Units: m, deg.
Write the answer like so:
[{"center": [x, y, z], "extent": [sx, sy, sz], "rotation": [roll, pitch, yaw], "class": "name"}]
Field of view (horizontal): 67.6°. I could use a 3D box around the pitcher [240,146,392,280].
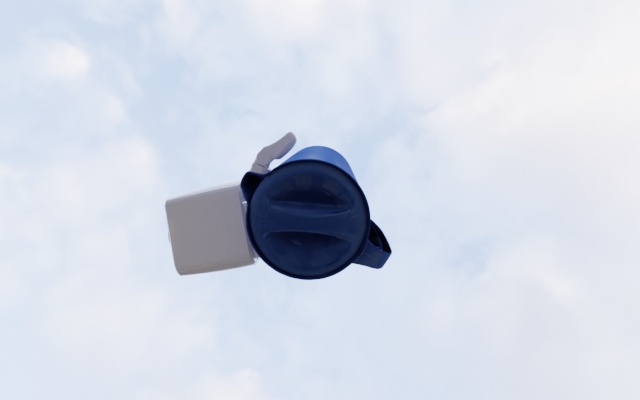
[{"center": [0.000, 0.002, 0.614], "extent": [0.145, 0.149, 0.242], "rotation": [-14, 12, 6], "class": "pitcher"}]
